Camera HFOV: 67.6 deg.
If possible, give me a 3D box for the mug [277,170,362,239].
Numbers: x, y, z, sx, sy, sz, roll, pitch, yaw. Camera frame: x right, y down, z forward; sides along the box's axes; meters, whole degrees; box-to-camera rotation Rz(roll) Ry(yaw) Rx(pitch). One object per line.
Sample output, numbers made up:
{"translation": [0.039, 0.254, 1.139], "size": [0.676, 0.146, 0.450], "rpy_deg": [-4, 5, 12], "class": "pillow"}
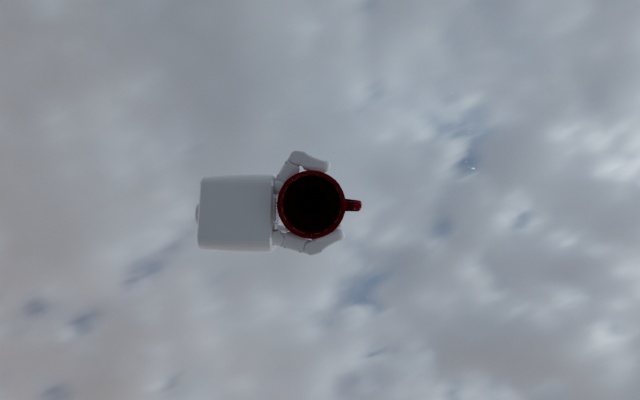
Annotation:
{"translation": [0.002, 0.002, 0.680], "size": [0.117, 0.093, 0.081], "rpy_deg": [1, 6, 0], "class": "mug"}
